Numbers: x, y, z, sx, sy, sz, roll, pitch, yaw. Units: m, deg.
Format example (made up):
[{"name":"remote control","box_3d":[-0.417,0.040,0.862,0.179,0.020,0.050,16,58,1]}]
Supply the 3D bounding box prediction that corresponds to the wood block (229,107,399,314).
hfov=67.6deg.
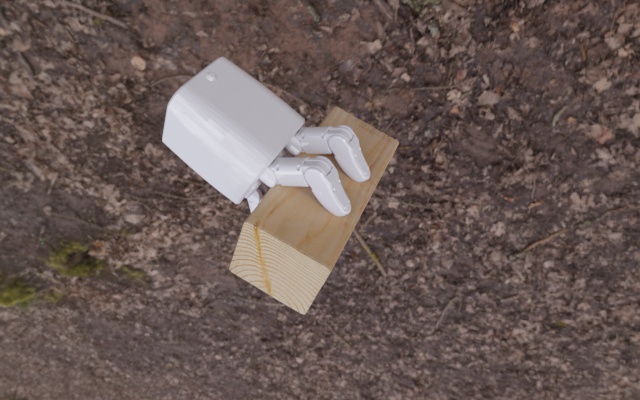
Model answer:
[{"name":"wood block","box_3d":[0.000,0.002,0.511,0.090,0.206,0.091,30,-42,3]}]
